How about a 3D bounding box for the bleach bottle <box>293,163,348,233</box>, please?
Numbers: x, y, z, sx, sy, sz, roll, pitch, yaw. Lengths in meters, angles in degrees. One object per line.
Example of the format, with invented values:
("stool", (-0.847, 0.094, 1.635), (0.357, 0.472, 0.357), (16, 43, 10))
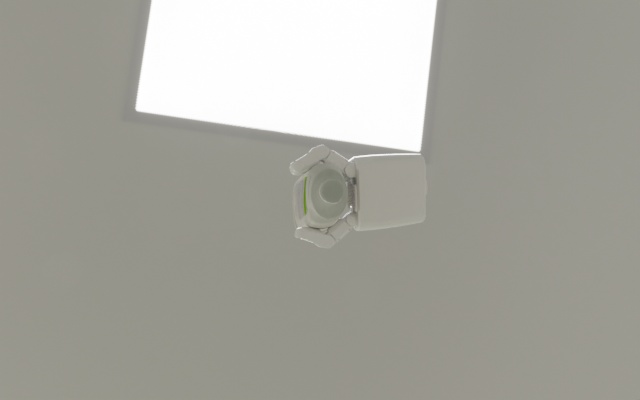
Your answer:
("bleach bottle", (0.000, 0.002, 0.714), (0.068, 0.102, 0.251), (-4, -2, -7))
